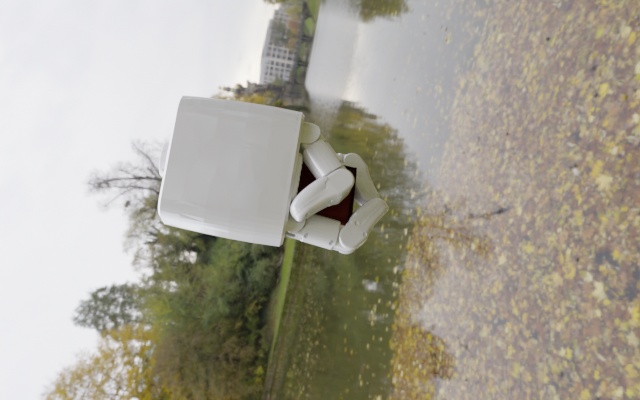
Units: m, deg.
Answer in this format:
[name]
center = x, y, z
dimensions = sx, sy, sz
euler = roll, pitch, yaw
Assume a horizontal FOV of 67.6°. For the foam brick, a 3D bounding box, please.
[foam brick]
center = 0.000, 0.002, 0.455
dimensions = 0.051, 0.053, 0.078
euler = 9, -21, -5
